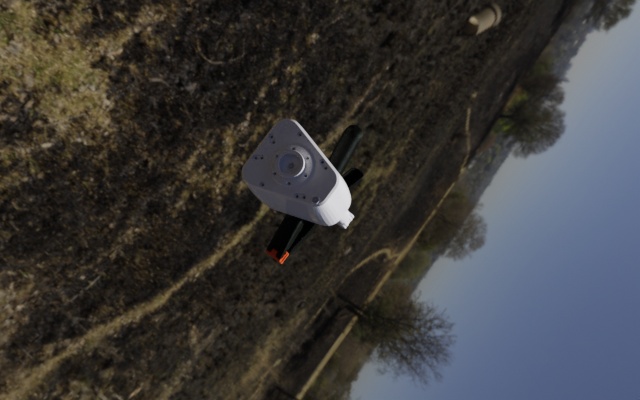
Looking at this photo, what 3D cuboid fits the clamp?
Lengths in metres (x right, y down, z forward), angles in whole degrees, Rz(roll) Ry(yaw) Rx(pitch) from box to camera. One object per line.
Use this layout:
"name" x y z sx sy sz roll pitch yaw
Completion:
"clamp" 0.000 0.003 0.698 0.036 0.210 0.164 35 -5 17
